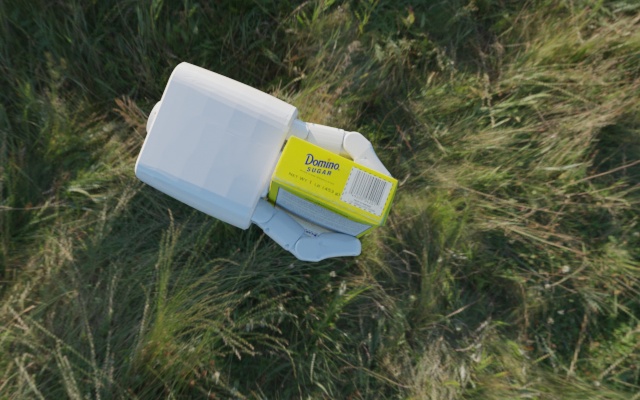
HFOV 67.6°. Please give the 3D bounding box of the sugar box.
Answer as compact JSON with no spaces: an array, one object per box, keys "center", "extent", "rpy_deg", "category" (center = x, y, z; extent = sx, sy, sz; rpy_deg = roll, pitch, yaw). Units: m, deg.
[{"center":[0.000,0.001,0.442],"extent":[0.093,0.048,0.176],"rpy_deg":[24,-11,-4],"category":"sugar box"}]
